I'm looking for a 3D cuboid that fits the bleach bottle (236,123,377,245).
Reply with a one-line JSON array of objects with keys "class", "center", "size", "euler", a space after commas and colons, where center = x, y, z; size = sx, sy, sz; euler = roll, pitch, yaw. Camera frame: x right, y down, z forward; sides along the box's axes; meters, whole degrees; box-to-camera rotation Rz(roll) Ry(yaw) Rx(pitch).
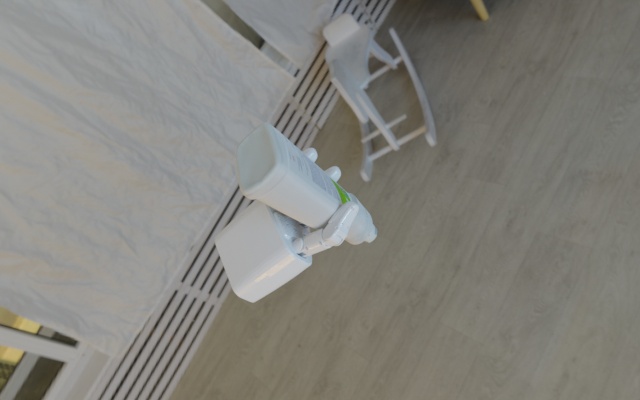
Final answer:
[{"class": "bleach bottle", "center": [0.000, 0.002, 0.638], "size": [0.068, 0.102, 0.251], "euler": [-37, -46, 19]}]
